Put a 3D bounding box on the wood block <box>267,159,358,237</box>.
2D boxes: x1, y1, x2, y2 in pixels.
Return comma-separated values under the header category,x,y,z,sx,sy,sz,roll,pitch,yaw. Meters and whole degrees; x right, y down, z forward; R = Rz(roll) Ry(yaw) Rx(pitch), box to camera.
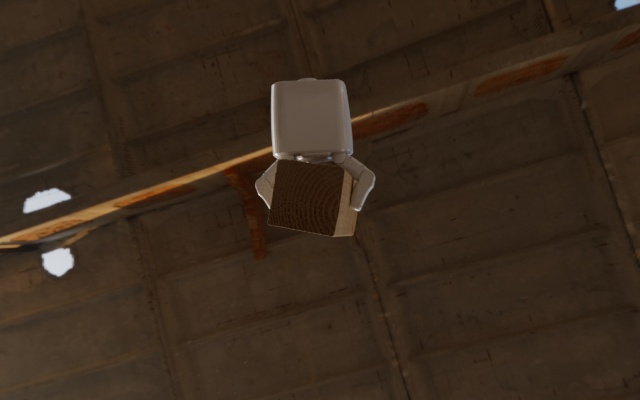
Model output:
category,x,y,z,sx,sy,sz,roll,pitch,yaw
wood block,0.000,0.002,0.704,0.091,0.090,0.206,9,-2,11
